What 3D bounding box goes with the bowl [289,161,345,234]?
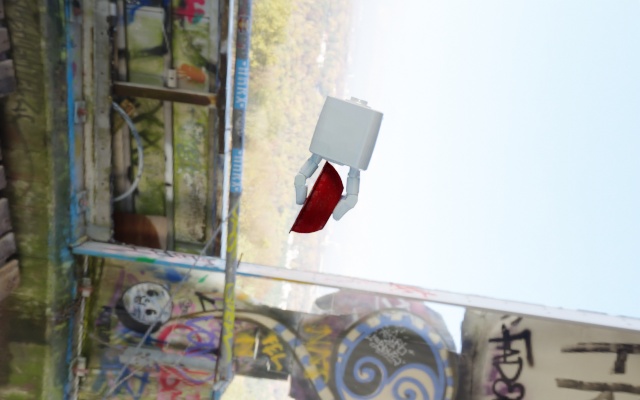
[{"bbox_3d":[0.000,0.004,0.896,0.055,0.162,0.162,28,-1,-2],"label":"bowl"}]
